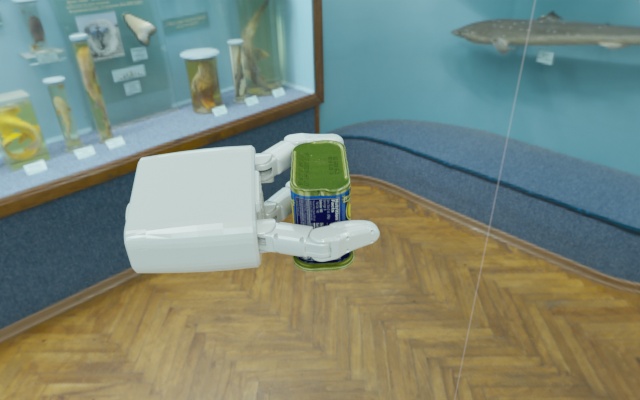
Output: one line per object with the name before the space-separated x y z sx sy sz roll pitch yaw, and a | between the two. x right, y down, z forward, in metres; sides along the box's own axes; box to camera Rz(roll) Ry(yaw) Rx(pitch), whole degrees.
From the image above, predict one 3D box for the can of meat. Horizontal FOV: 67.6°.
can of meat | 0.000 0.001 0.447 0.057 0.084 0.102 -3 32 -1
